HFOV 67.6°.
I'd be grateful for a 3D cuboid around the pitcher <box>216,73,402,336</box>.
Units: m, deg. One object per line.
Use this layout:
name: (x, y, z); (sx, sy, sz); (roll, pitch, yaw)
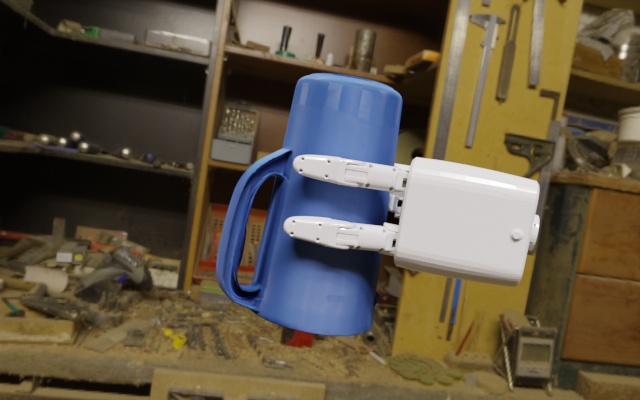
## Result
pitcher: (0.000, 0.002, 0.481); (0.145, 0.243, 0.149); (11, 5, 16)
